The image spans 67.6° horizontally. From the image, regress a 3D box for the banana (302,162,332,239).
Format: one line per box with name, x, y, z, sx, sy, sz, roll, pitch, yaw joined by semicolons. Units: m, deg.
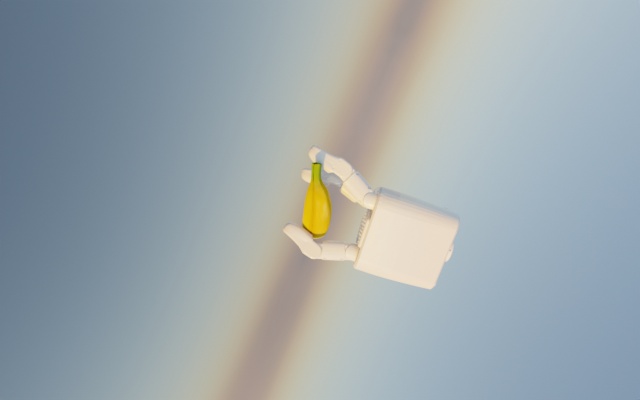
banana;-0.003;0.018;0.653;0.037;0.069;0.198;12;-19;1
